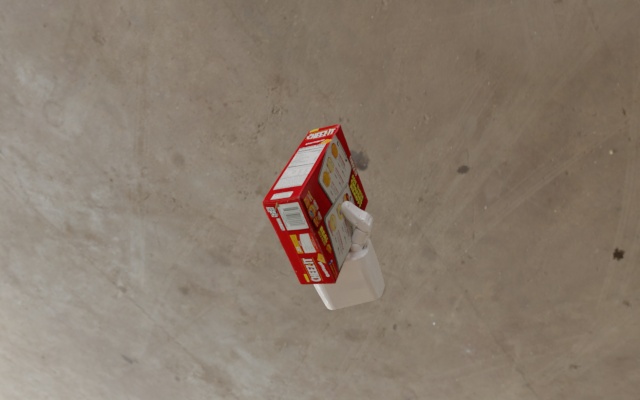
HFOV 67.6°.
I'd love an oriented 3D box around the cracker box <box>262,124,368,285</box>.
[{"bbox_3d":[0.000,0.003,0.768,0.072,0.164,0.213,-7,33,25],"label":"cracker box"}]
